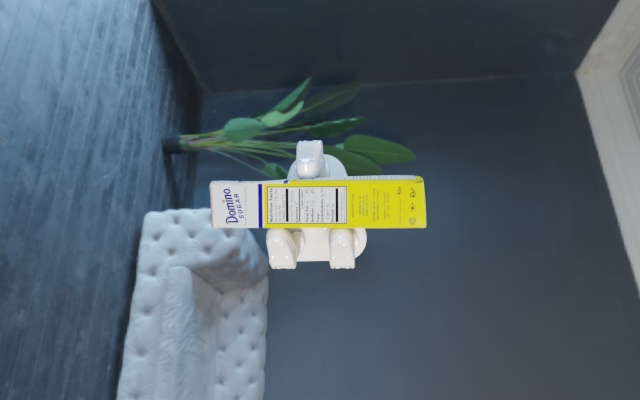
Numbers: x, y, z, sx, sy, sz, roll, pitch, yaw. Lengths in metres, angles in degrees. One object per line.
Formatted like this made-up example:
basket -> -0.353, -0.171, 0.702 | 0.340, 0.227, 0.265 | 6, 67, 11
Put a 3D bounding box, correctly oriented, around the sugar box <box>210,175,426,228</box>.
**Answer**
sugar box -> 0.000, 0.002, 0.428 | 0.176, 0.048, 0.093 | -3, 2, 5
